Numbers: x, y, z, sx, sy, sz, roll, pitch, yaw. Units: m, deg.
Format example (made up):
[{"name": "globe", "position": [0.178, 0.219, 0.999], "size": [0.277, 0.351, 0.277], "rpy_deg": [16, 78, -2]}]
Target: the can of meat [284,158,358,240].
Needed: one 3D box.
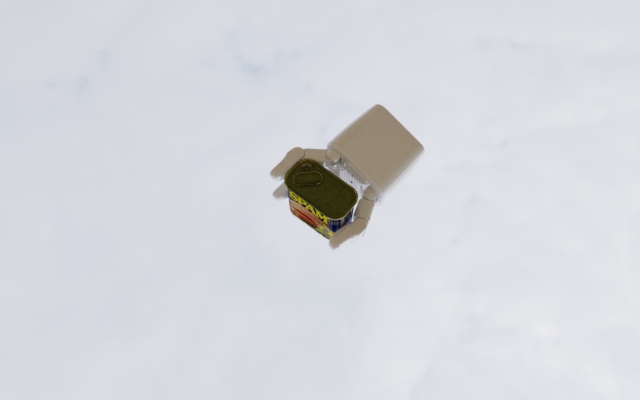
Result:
[{"name": "can of meat", "position": [0.000, 0.002, 0.673], "size": [0.102, 0.057, 0.084], "rpy_deg": [36, -22, 16]}]
